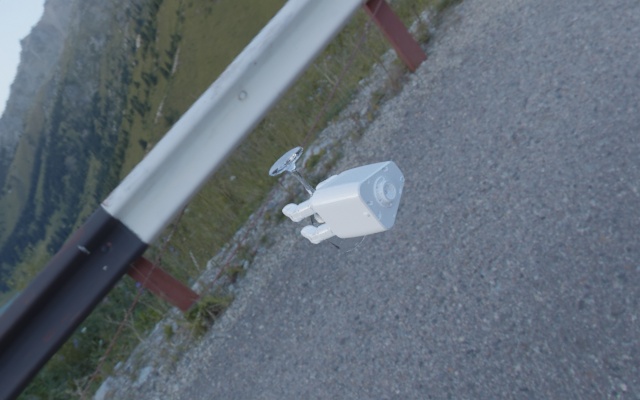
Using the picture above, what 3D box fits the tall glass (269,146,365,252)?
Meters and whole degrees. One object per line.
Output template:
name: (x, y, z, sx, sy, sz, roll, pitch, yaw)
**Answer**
tall glass: (0.000, 0.002, 0.853, 0.079, 0.201, 0.079, -33, 23, 16)
